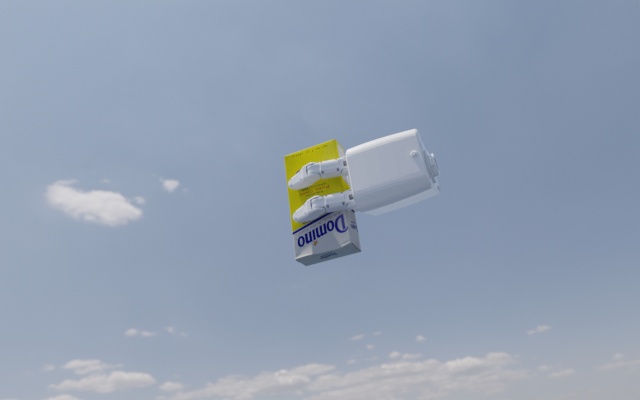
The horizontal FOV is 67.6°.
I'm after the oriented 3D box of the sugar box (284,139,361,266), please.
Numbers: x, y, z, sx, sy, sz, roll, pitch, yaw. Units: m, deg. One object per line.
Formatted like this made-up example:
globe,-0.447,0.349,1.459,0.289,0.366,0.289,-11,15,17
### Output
sugar box,0.000,0.002,0.726,0.093,0.176,0.048,-18,-29,18
